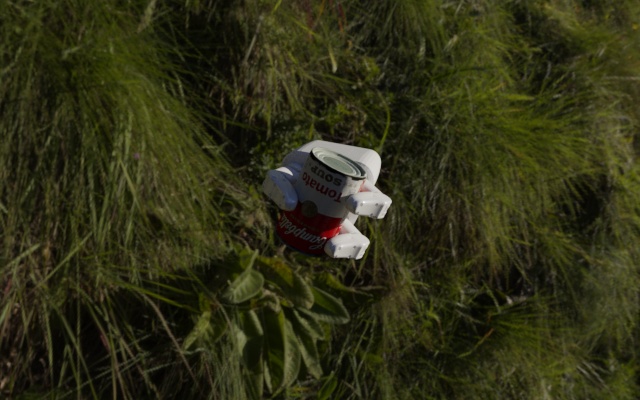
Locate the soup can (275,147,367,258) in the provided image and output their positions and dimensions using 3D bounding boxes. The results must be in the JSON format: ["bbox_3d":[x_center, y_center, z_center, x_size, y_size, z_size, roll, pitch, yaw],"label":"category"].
[{"bbox_3d":[0.000,0.002,0.522,0.068,0.102,0.068,22,21,-9],"label":"soup can"}]
